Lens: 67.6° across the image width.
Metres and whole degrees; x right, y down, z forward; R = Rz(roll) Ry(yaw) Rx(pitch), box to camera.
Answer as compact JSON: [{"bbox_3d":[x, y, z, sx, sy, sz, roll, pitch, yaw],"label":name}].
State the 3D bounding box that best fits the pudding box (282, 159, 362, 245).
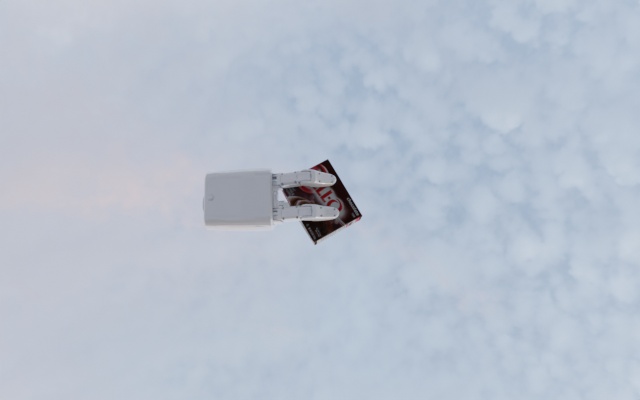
[{"bbox_3d":[0.000,0.003,0.771,0.090,0.113,0.039,-29,-10,-9],"label":"pudding box"}]
